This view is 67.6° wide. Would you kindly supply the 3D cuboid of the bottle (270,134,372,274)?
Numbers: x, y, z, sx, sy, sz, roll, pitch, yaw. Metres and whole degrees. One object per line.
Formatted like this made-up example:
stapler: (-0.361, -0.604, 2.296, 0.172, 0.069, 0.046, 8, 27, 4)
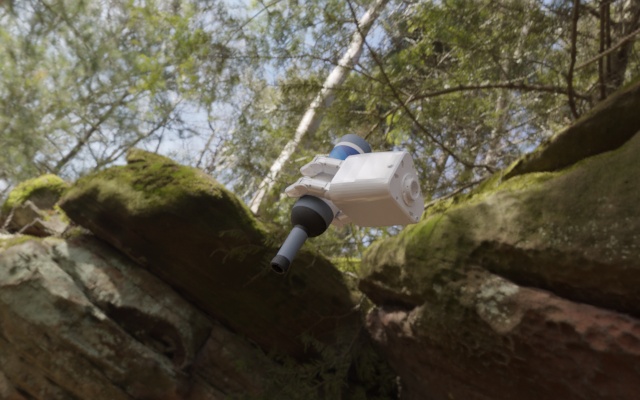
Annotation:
bottle: (0.000, 0.002, 0.802, 0.069, 0.069, 0.295, 0, 43, 37)
